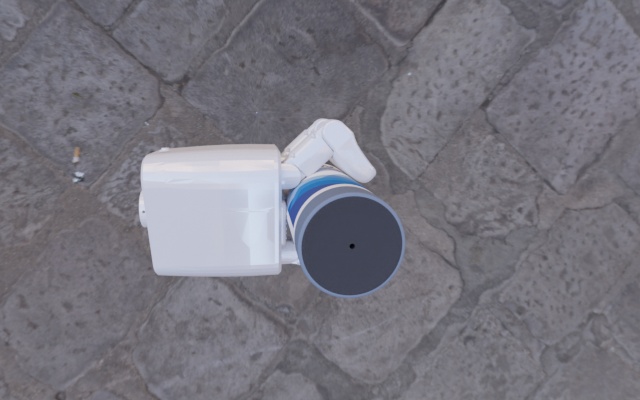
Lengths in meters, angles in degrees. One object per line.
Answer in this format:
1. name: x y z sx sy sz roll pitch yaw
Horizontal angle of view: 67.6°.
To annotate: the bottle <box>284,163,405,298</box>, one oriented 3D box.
1. bottle: 0.000 0.001 0.430 0.069 0.069 0.295 0 10 -8
